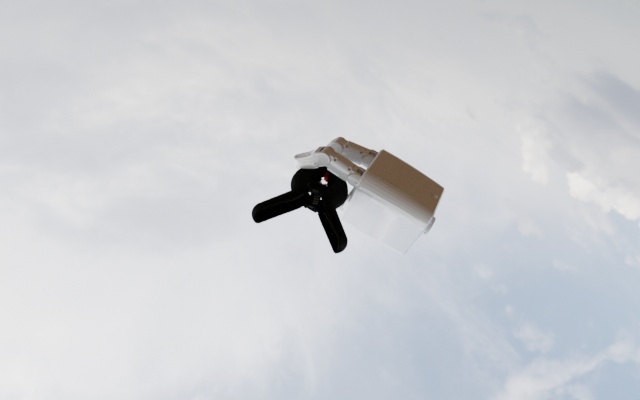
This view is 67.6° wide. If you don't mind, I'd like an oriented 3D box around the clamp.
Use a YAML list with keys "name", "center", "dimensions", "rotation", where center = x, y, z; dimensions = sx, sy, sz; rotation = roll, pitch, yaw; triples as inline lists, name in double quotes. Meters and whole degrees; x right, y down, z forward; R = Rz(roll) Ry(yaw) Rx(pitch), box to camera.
- name: "clamp"
  center: [0.000, 0.002, 0.624]
  dimensions: [0.120, 0.039, 0.171]
  rotation: [31, 40, 7]
